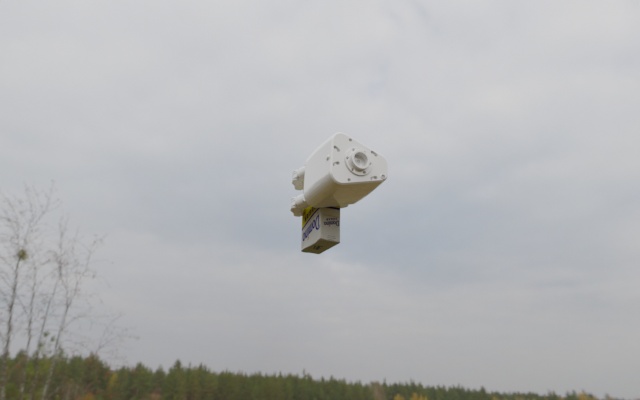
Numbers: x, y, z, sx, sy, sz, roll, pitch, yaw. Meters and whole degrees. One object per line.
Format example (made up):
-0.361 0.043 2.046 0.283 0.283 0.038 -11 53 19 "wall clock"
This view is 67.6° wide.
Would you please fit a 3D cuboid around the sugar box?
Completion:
0.000 0.003 0.883 0.048 0.176 0.093 12 -24 -21 "sugar box"
